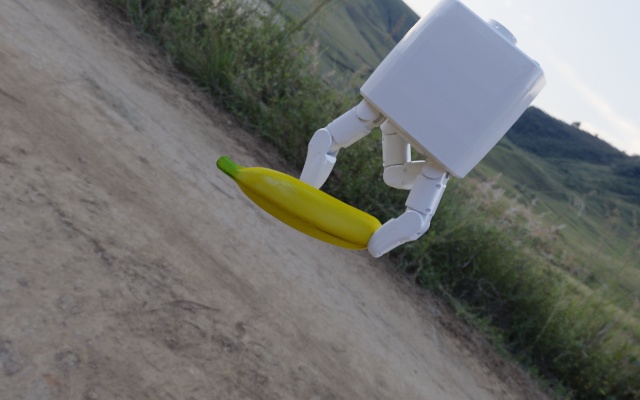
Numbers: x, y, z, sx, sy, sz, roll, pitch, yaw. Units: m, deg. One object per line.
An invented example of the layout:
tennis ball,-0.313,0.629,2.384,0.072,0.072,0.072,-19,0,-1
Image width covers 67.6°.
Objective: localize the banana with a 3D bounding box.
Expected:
banana,0.005,0.010,0.423,0.198,0.037,0.069,27,18,-37
